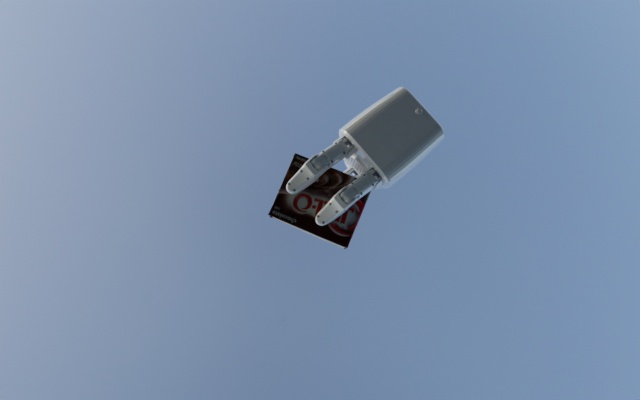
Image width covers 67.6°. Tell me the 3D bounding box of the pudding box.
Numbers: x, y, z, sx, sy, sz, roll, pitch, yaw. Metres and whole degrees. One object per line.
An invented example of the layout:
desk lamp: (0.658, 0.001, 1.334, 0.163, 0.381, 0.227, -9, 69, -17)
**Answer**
pudding box: (0.000, 0.002, 0.628, 0.113, 0.090, 0.039, 22, -10, 3)
